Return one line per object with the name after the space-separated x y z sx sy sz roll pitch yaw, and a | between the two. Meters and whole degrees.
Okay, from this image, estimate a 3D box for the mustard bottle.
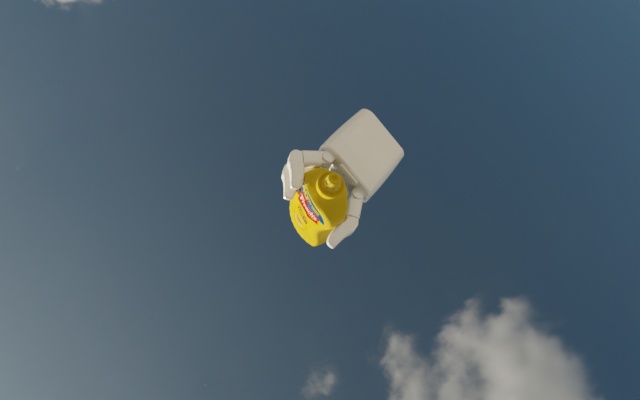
0.000 0.003 0.748 0.058 0.096 0.192 -21 -15 -20 | mustard bottle
